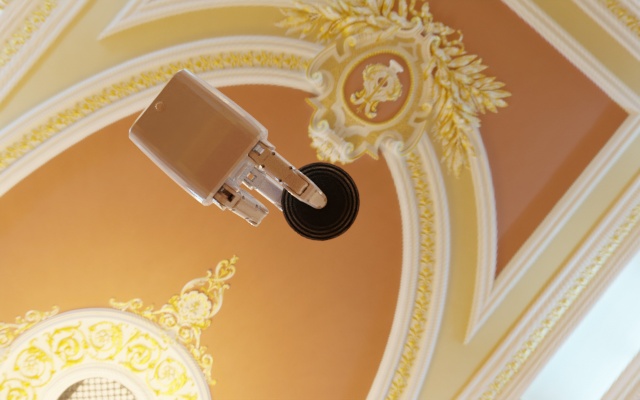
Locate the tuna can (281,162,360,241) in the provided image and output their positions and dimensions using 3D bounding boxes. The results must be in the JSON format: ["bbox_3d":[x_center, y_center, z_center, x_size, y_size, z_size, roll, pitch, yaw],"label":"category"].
[{"bbox_3d":[0.000,0.002,0.533,0.086,0.086,0.034,0,-3,1],"label":"tuna can"}]
